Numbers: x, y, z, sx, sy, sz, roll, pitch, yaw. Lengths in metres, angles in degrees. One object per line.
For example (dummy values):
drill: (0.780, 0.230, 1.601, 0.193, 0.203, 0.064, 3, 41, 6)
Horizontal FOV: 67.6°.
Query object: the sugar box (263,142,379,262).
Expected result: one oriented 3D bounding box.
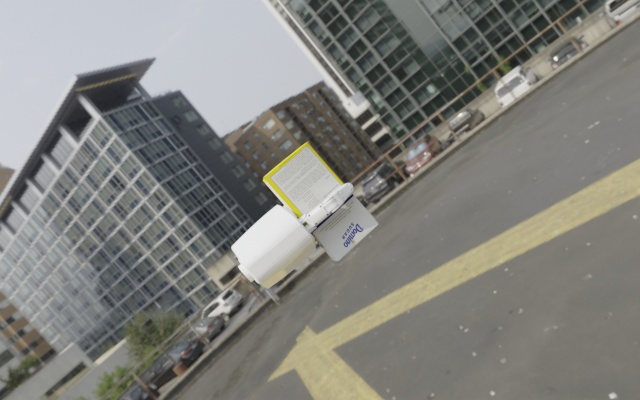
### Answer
sugar box: (0.000, 0.003, 0.764, 0.093, 0.176, 0.048, -41, 5, -9)
